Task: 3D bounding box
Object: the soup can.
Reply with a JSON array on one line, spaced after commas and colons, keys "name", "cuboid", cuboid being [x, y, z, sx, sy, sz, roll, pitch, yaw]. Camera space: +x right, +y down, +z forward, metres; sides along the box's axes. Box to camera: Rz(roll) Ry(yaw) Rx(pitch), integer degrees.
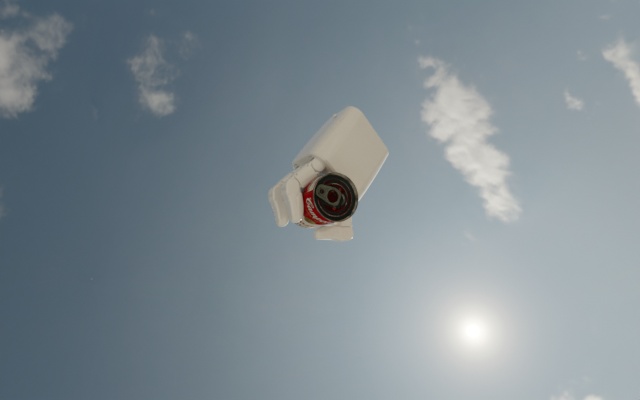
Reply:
[{"name": "soup can", "cuboid": [0.000, 0.003, 0.685, 0.068, 0.068, 0.102, 0, -8, -25]}]
